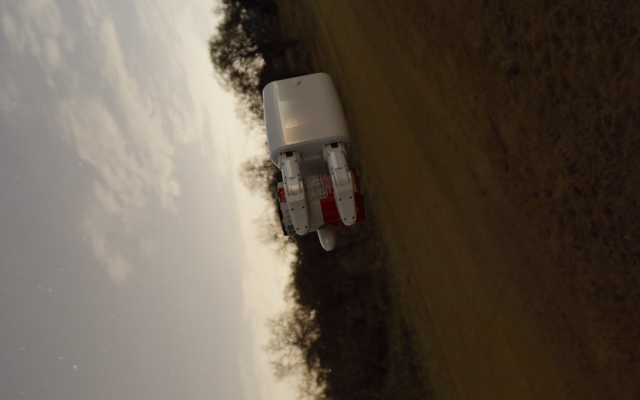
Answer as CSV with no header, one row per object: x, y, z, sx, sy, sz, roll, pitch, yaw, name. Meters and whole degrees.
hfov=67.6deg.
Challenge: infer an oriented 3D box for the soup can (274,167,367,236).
0.000,0.002,0.585,0.102,0.068,0.068,-11,0,-1,soup can
